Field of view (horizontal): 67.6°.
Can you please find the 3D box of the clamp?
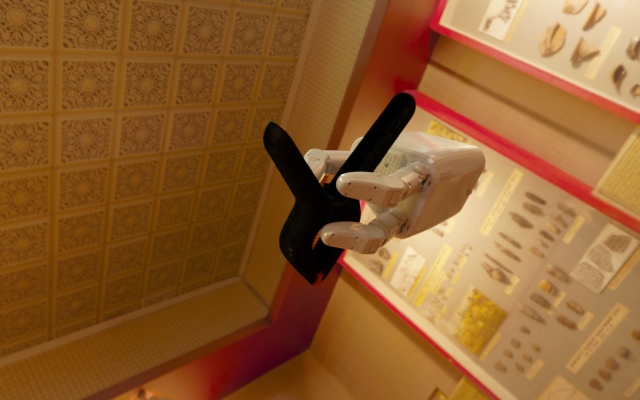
[{"bbox_3d":[0.000,0.001,0.443,0.164,0.210,0.036,-13,43,-41],"label":"clamp"}]
